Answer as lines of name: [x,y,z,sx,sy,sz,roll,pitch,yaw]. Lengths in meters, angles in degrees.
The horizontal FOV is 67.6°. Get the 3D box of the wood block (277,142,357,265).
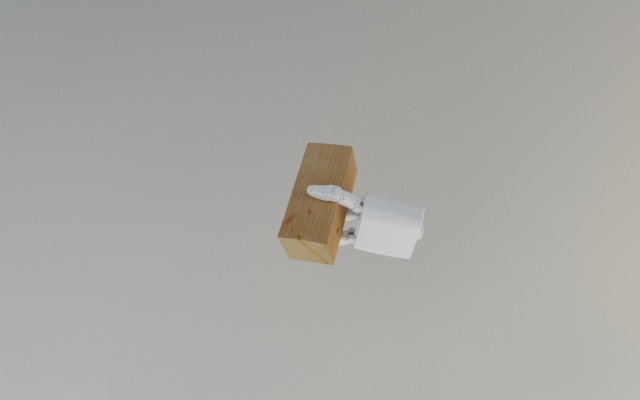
wood block: [0.000,0.003,0.886,0.090,0.206,0.091,7,-30,16]
